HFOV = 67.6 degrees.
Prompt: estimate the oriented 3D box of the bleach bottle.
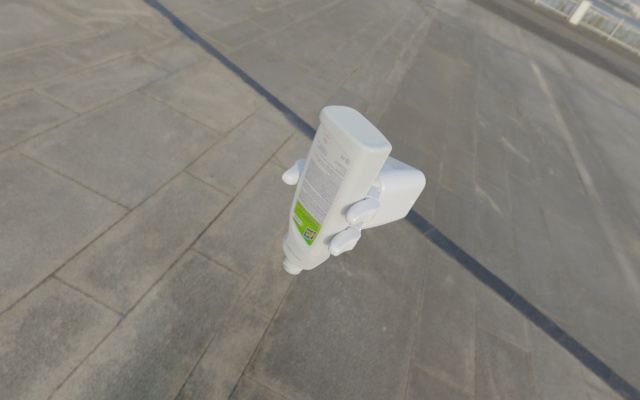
[{"bbox_3d":[0.000,0.002,0.659,0.068,0.251,0.102,-8,47,-41],"label":"bleach bottle"}]
